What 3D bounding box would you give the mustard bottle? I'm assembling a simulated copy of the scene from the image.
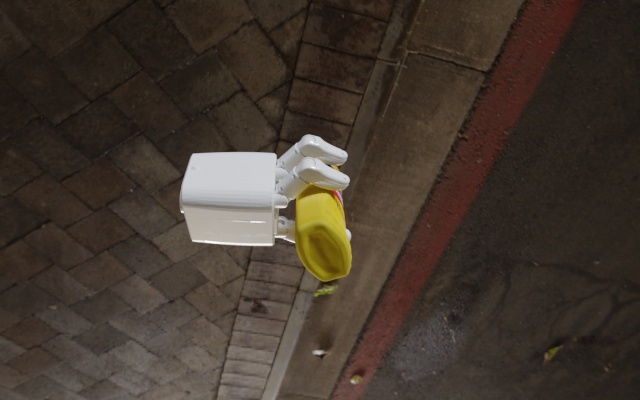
[{"bbox_3d":[0.000,0.002,0.600,0.058,0.096,0.191,-18,36,10],"label":"mustard bottle"}]
